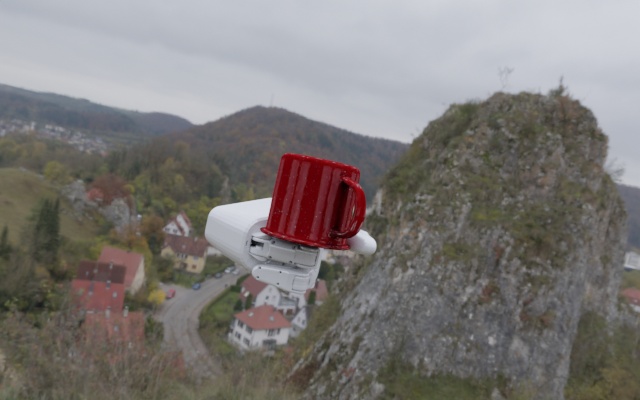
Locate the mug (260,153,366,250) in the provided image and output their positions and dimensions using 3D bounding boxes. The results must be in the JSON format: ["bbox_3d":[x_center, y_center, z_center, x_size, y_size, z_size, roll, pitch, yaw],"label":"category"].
[{"bbox_3d":[0.001,0.002,0.469,0.093,0.081,0.117,11,2,-38],"label":"mug"}]
